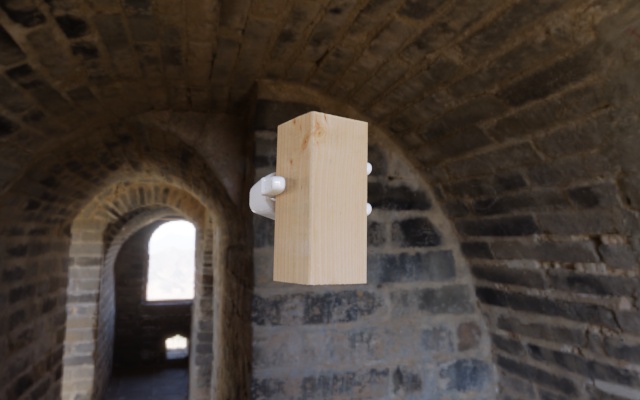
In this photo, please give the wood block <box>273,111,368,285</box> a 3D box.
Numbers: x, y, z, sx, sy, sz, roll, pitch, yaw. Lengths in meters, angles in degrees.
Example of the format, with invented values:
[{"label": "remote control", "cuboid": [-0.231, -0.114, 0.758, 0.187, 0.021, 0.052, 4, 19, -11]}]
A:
[{"label": "wood block", "cuboid": [0.000, 0.002, 0.617, 0.091, 0.206, 0.090, 5, -7, -34]}]
